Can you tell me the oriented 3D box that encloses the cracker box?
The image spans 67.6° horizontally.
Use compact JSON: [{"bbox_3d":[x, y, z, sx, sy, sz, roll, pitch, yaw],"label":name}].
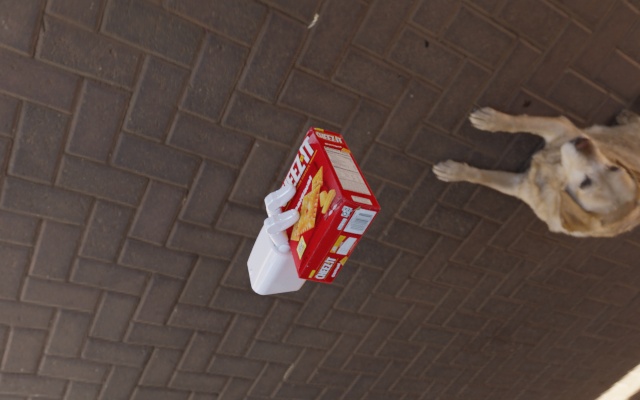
[{"bbox_3d":[0.000,0.003,0.796,0.072,0.164,0.213,13,33,-27],"label":"cracker box"}]
